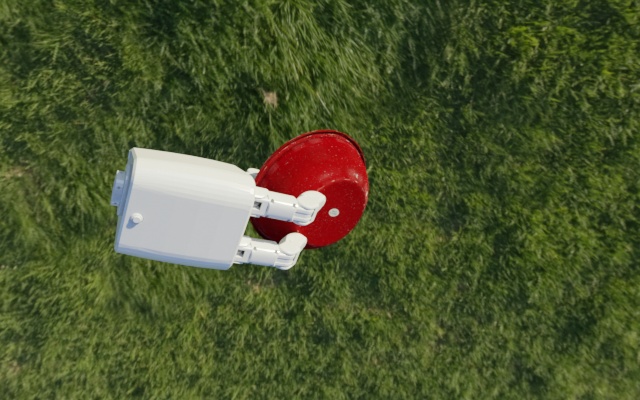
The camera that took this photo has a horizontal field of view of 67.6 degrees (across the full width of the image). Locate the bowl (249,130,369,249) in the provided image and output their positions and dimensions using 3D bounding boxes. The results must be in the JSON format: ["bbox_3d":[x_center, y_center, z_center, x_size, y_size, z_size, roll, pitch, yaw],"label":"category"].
[{"bbox_3d":[0.001,0.002,0.560,0.162,0.162,0.055,0,31,-36],"label":"bowl"}]
